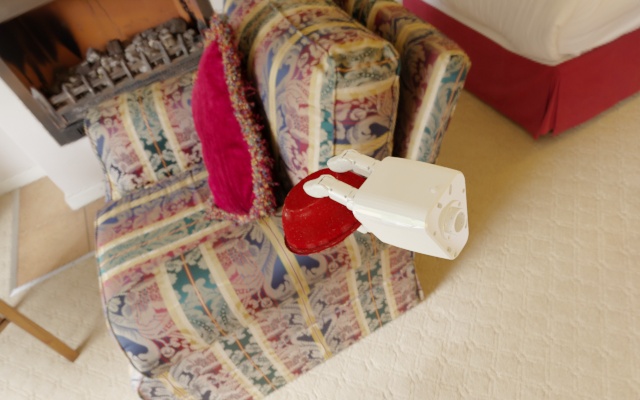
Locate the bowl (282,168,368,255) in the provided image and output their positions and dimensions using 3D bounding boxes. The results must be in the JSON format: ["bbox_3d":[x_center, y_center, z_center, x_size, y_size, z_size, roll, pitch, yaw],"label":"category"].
[{"bbox_3d":[-0.001,0.002,0.697,0.162,0.055,0.162,-28,28,17],"label":"bowl"}]
